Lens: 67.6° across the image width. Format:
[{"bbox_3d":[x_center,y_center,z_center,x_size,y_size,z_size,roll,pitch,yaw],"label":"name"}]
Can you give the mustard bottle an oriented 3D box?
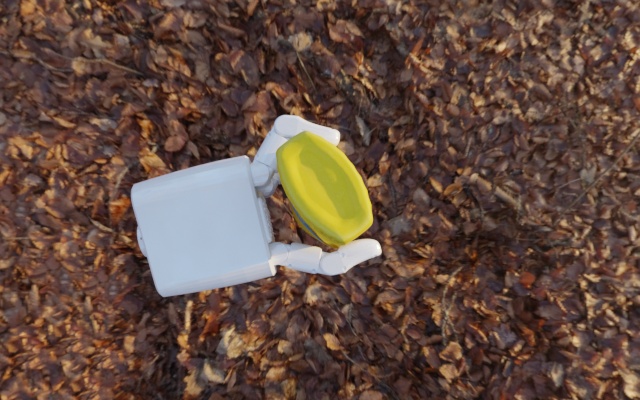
[{"bbox_3d":[0.000,0.001,0.466,0.058,0.096,0.191,-37,-6,-6],"label":"mustard bottle"}]
